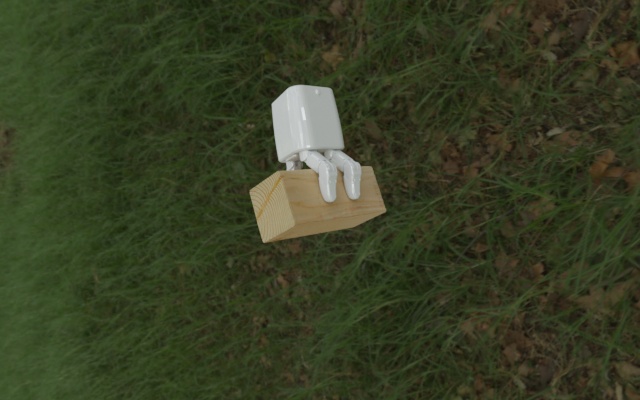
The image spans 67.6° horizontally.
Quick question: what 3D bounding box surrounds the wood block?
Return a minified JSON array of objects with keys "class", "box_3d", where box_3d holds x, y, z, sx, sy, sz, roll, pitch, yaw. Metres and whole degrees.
[{"class":"wood block","box_3d":[0.000,0.002,0.793,0.206,0.090,0.091,-6,-15,-42]}]
